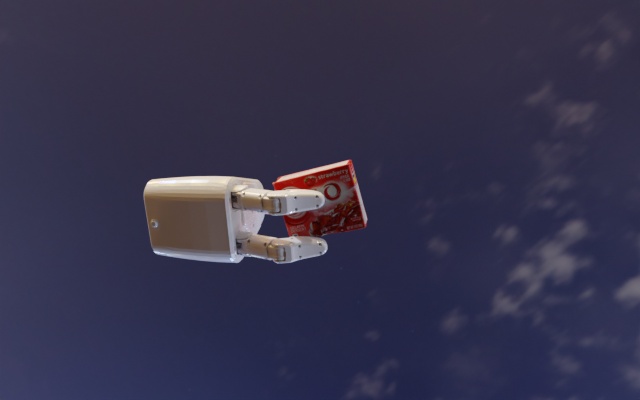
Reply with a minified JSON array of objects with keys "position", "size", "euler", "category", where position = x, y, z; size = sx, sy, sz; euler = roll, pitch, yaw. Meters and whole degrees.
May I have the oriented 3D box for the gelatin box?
[{"position":[0.000,0.002,0.528],"size":[0.089,0.073,0.030],"euler":[-13,13,13],"category":"gelatin box"}]
